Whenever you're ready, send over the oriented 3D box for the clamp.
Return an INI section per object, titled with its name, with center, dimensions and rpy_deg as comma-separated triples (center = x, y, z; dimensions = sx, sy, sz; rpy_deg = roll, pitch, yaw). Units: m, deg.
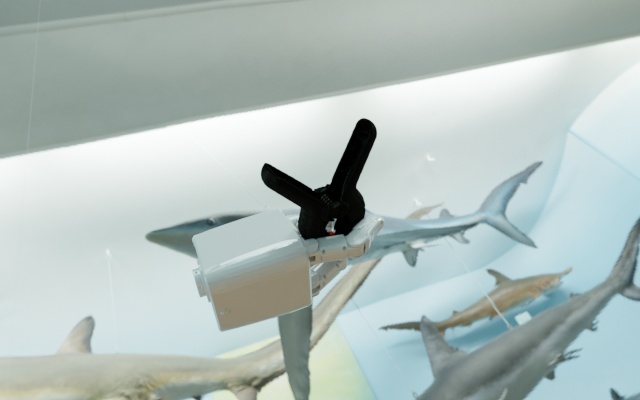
[clamp]
center = 0.000, 0.001, 0.496
dimensions = 0.120, 0.172, 0.039
rpy_deg = -16, 44, -15
